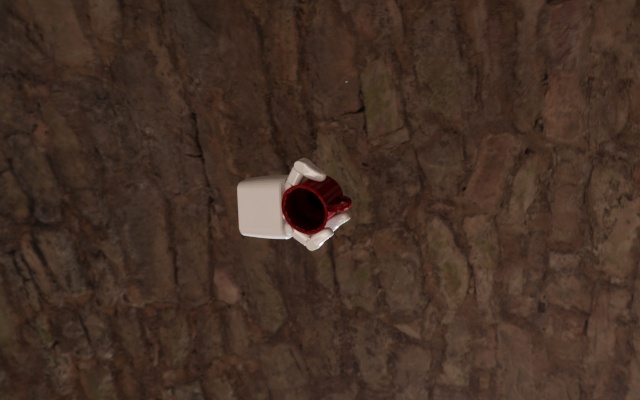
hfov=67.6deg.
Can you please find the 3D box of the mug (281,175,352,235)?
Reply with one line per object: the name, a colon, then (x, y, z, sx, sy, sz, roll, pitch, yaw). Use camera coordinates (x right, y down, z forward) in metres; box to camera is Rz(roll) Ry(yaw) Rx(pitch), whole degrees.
mug: (0.001, 0.003, 0.850, 0.117, 0.093, 0.081, 0, 21, 29)
